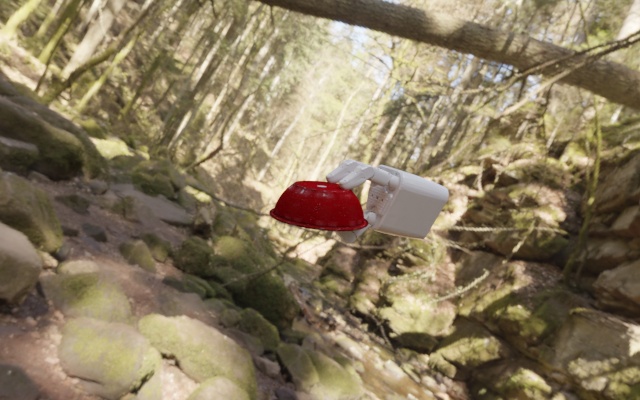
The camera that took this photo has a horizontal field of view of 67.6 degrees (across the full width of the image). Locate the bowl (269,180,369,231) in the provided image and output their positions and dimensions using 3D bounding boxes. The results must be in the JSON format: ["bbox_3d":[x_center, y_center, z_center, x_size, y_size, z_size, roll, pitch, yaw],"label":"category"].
[{"bbox_3d":[-0.001,0.002,0.766,0.162,0.055,0.162,6,11,-1],"label":"bowl"}]
